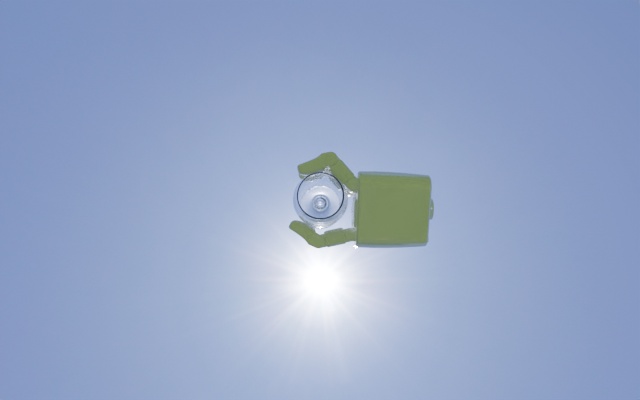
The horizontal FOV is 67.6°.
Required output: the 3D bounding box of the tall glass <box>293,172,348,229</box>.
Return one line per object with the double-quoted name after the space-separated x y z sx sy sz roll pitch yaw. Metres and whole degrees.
0.000 0.002 0.715 0.079 0.079 0.201 0 -5 0 "tall glass"
